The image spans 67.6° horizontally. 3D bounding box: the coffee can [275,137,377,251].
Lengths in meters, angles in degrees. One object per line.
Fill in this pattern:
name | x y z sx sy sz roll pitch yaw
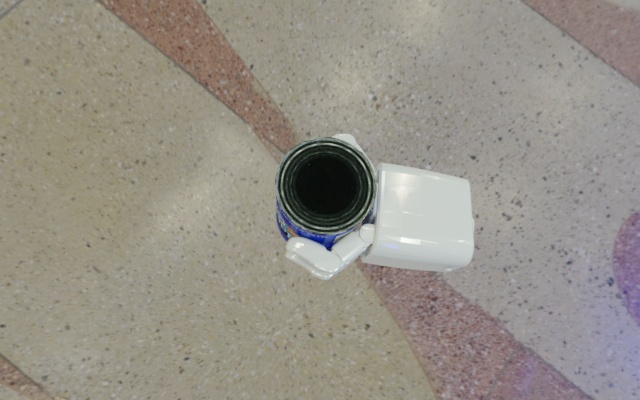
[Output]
coffee can | 0.000 0.002 0.542 0.103 0.102 0.140 0 -15 -5
